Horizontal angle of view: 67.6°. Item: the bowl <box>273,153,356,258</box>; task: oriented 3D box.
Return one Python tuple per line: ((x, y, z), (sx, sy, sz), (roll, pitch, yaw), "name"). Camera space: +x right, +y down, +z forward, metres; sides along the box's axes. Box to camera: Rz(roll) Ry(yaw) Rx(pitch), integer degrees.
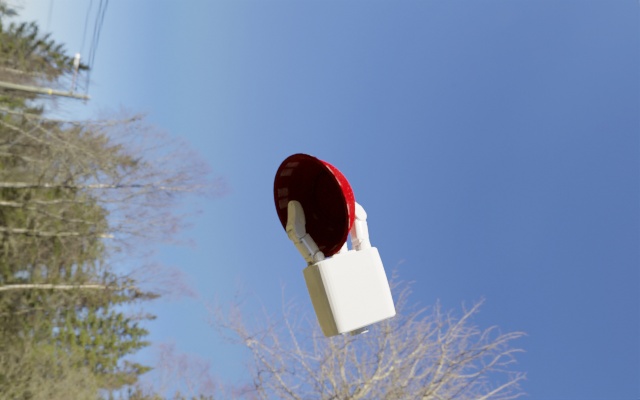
((0.000, 0.001, 0.723), (0.055, 0.162, 0.162), (-22, 15, -41), "bowl")
